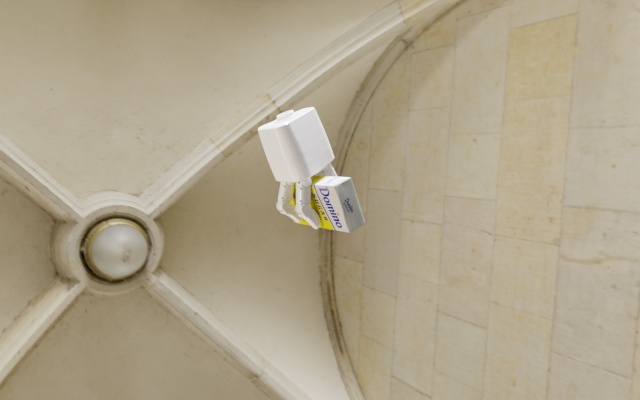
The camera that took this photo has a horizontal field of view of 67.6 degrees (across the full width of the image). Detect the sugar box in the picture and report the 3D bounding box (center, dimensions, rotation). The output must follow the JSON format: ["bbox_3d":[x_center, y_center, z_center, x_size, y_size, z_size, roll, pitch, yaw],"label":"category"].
[{"bbox_3d":[0.000,0.003,0.893,0.048,0.093,0.176,-29,19,-29],"label":"sugar box"}]
